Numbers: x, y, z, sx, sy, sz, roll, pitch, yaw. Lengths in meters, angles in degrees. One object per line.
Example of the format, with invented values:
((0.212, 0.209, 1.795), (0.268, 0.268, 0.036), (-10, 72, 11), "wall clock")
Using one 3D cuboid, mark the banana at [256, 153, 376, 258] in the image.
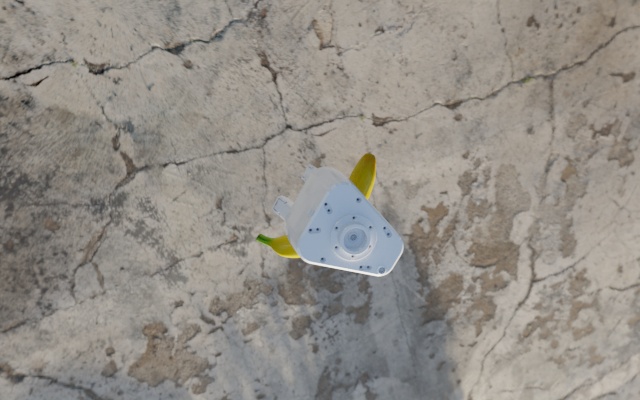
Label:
((0.009, 0.019, 0.639), (0.198, 0.069, 0.037), (-37, -2, 3), "banana")
